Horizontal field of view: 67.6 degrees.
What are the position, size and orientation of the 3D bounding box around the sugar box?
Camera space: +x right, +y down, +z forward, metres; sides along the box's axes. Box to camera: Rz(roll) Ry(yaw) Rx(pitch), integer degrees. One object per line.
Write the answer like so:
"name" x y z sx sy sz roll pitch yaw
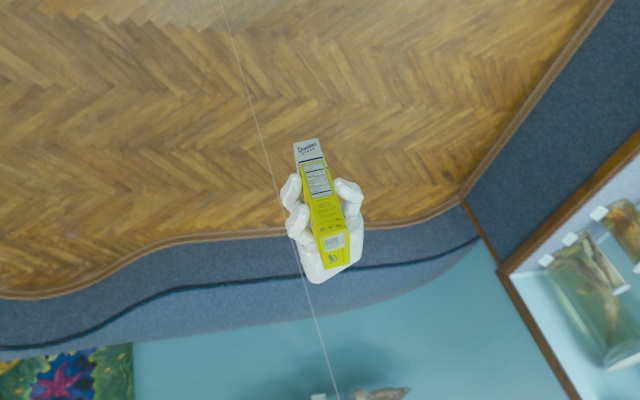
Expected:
"sugar box" 0.000 0.003 0.704 0.048 0.176 0.093 -15 -37 -7
